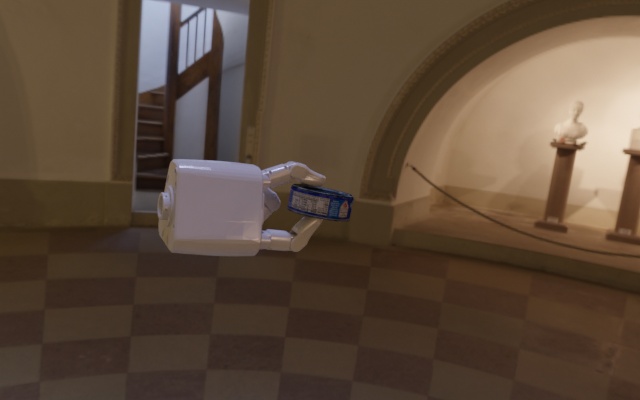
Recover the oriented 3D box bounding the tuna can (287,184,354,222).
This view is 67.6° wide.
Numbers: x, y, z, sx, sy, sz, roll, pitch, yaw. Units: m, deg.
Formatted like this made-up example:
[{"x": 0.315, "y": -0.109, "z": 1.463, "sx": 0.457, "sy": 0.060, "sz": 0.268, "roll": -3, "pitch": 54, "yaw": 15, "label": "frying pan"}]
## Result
[{"x": 0.000, "y": 0.002, "z": 0.635, "sx": 0.086, "sy": 0.034, "sz": 0.086, "roll": 11, "pitch": 6, "yaw": -1, "label": "tuna can"}]
